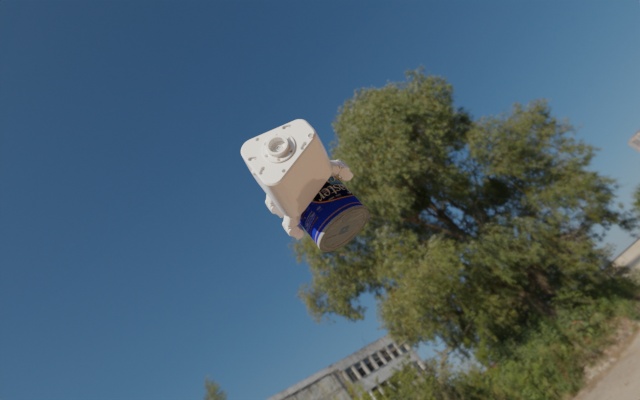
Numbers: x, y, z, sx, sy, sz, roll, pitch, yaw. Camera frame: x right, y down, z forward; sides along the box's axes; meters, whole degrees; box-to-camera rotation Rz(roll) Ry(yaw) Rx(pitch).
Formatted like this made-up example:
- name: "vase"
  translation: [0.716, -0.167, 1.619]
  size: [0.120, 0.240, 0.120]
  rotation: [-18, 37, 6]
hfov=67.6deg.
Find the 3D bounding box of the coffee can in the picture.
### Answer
- name: "coffee can"
  translation: [0.000, 0.003, 0.816]
  size: [0.103, 0.103, 0.140]
  rotation: [0, 42, -51]
